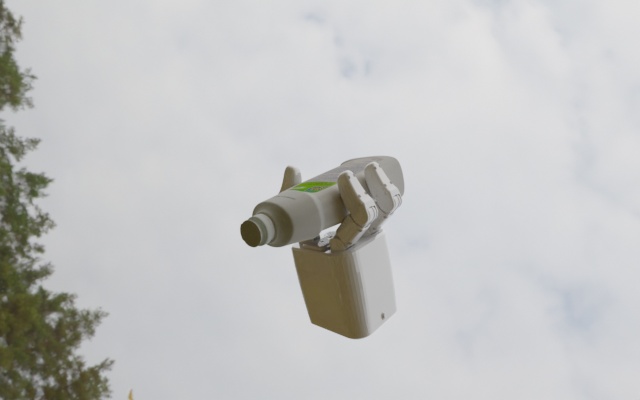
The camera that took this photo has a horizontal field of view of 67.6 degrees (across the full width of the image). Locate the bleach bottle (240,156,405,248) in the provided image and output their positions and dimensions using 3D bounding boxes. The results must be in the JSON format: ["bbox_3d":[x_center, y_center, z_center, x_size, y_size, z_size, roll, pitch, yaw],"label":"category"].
[{"bbox_3d":[0.000,0.002,0.562,0.102,0.068,0.251,-5,11,39],"label":"bleach bottle"}]
